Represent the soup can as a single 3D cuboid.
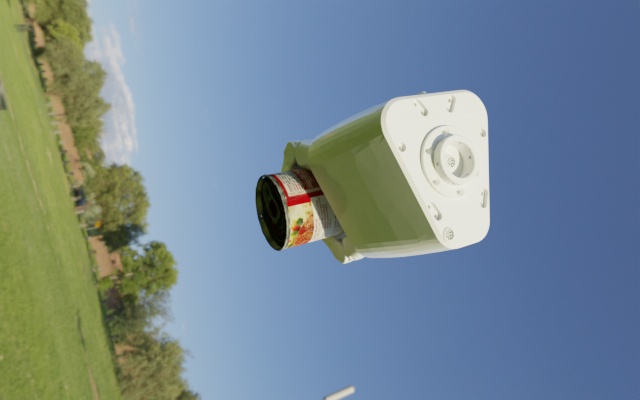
[{"bbox_3d":[0.000,0.002,0.439,0.102,0.068,0.068,-12,6,-27],"label":"soup can"}]
